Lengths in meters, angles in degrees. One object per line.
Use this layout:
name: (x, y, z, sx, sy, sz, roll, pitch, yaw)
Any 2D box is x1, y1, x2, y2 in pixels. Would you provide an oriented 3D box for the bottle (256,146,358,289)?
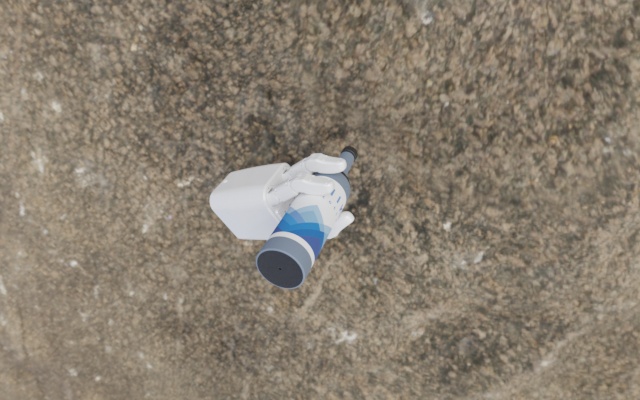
bottle: (0.000, 0.002, 0.697, 0.069, 0.069, 0.295, 0, 34, 24)
